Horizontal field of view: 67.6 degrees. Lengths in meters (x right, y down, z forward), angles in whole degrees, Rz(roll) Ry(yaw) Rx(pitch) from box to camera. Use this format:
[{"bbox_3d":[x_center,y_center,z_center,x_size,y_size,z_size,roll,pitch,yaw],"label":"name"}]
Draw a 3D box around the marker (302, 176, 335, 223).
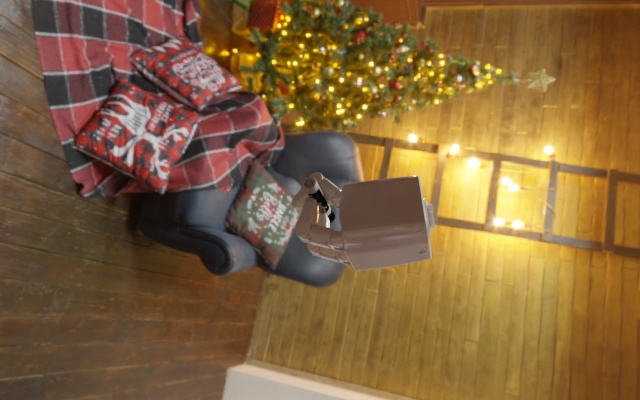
[{"bbox_3d":[0.000,0.002,0.667,0.020,0.020,0.121,0,-25,16],"label":"marker"}]
